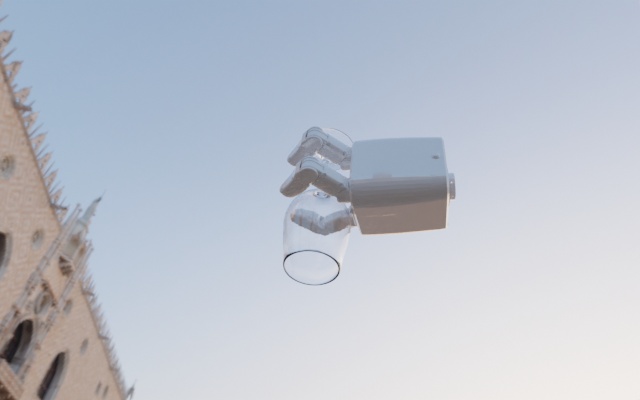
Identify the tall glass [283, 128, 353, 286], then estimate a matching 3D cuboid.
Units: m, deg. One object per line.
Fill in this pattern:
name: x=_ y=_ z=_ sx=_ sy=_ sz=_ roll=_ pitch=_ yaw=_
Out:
tall glass: x=0.000 y=0.001 z=0.575 sx=0.079 sy=0.200 sz=0.079 roll=4 pitch=-44 yaw=4
